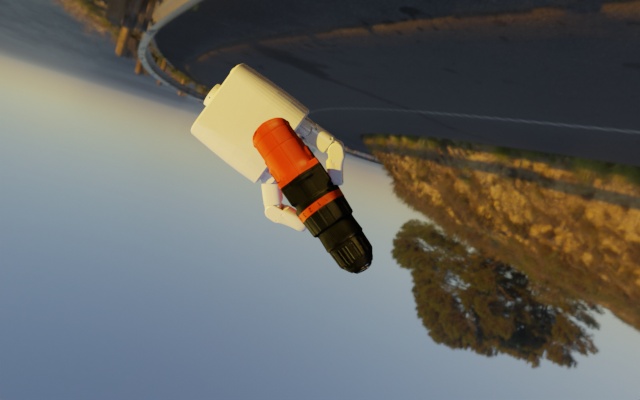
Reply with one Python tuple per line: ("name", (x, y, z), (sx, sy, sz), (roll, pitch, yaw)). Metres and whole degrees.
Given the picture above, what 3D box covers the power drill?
("power drill", (0.000, 0.002, 0.559), (0.057, 0.184, 0.188), (-33, -8, -1))
